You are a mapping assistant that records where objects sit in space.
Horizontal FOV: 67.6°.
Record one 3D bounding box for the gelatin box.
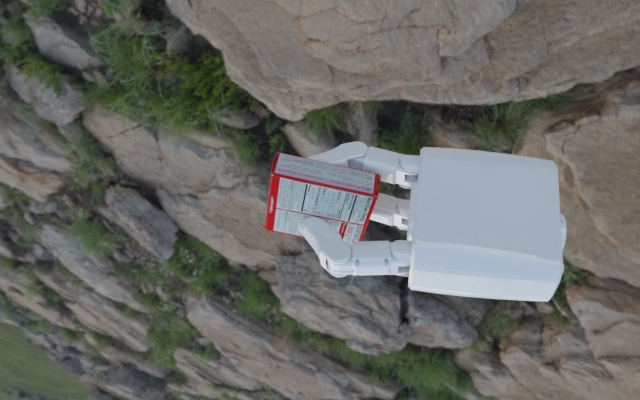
[{"bbox_3d":[0.000,0.002,0.409,0.089,0.030,0.073,11,-42,-2],"label":"gelatin box"}]
